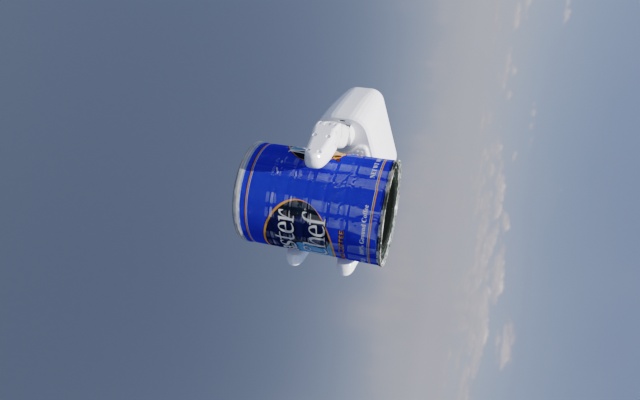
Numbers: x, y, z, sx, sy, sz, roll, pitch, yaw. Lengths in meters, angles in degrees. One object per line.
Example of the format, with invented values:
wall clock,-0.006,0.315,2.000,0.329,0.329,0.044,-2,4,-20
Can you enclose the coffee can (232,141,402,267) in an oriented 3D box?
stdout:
coffee can,0.000,0.002,0.466,0.140,0.103,0.103,9,2,15
